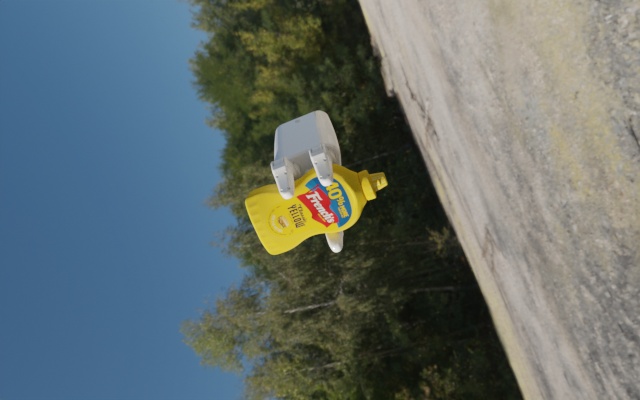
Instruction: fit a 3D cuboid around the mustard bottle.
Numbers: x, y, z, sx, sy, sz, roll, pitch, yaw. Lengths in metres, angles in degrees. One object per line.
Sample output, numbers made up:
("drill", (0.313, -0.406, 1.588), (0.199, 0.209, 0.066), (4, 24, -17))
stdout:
("mustard bottle", (0.000, 0.002, 0.665), (0.191, 0.096, 0.058), (-20, 16, 9))
